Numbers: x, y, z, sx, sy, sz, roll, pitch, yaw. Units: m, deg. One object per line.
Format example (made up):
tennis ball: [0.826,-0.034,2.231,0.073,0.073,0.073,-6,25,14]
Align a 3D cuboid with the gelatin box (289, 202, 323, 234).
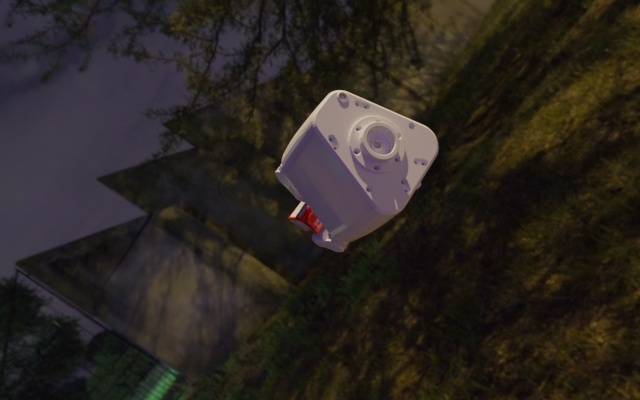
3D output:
gelatin box: [0.000,0.002,0.570,0.030,0.073,0.089,38,-9,-8]
